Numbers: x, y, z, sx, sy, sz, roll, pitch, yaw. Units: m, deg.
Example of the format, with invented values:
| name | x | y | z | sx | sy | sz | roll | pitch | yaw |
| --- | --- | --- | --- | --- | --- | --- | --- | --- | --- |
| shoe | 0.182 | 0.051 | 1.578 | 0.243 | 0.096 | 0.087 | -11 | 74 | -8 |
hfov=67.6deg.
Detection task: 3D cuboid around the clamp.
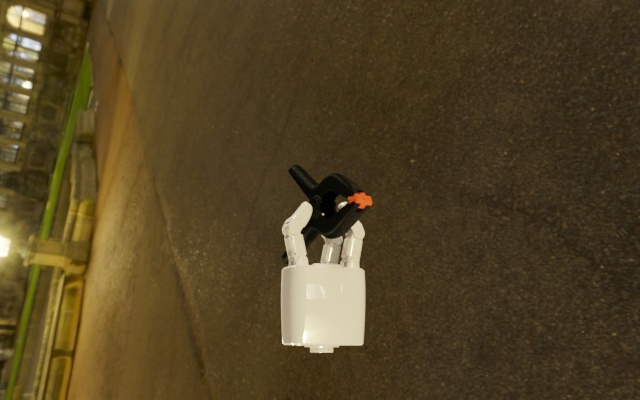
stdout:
| name | x | y | z | sx | sy | sz | roll | pitch | yaw |
| --- | --- | --- | --- | --- | --- | --- | --- | --- | --- |
| clamp | 0.000 | 0.002 | 0.717 | 0.036 | 0.164 | 0.210 | 9 | -19 | -32 |
